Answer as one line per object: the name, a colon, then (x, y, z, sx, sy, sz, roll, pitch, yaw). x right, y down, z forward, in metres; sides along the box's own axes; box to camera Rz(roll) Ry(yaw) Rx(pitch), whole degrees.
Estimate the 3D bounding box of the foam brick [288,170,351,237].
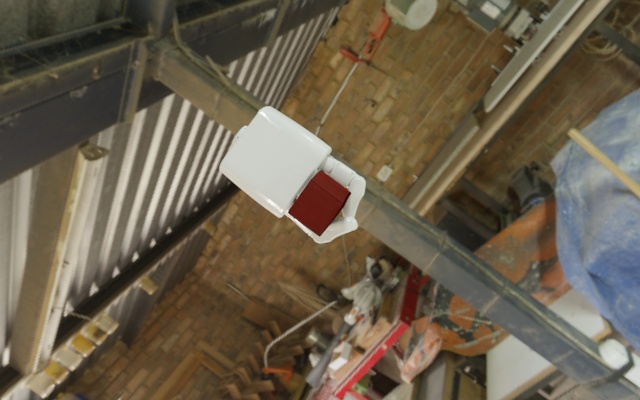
foam brick: (0.000, 0.002, 0.601, 0.051, 0.053, 0.078, 37, 15, 0)
